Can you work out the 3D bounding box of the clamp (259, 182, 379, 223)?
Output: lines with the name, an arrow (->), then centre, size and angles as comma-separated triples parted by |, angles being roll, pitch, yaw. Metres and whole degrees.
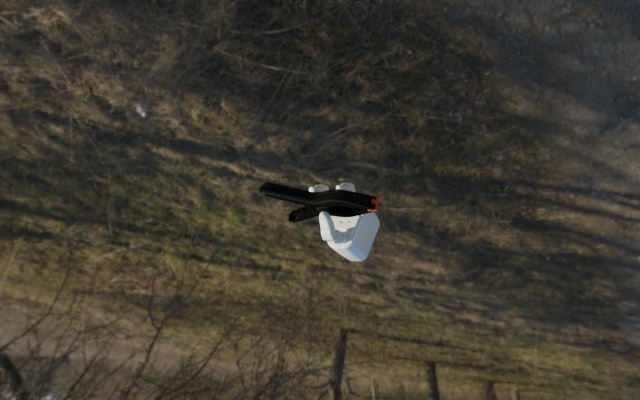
clamp -> 0.001, 0.004, 0.887 | 0.210, 0.036, 0.165 | -3, -22, 24
